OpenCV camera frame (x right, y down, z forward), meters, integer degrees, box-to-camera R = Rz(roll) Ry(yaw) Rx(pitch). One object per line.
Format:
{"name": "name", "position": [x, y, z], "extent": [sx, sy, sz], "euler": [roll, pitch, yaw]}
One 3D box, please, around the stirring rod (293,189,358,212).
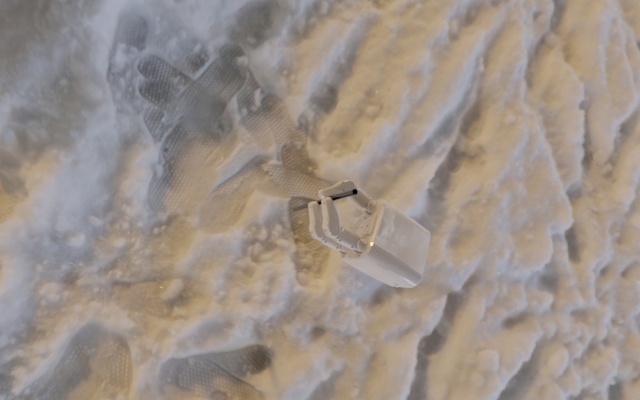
{"name": "stirring rod", "position": [0.000, 0.002, 0.752], "extent": [0.011, 0.011, 0.239], "euler": [0, -7, -23]}
